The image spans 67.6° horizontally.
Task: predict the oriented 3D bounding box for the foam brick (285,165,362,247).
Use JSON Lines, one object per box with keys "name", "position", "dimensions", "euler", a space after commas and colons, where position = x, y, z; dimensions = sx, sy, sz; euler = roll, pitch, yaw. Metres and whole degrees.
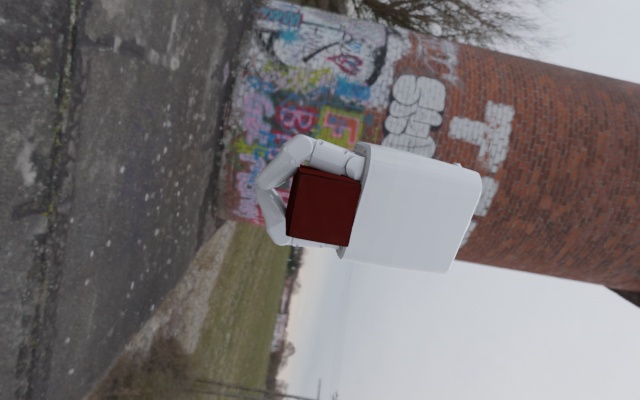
{"name": "foam brick", "position": [0.000, 0.001, 0.404], "dimensions": [0.051, 0.053, 0.078], "euler": [12, 9, -6]}
